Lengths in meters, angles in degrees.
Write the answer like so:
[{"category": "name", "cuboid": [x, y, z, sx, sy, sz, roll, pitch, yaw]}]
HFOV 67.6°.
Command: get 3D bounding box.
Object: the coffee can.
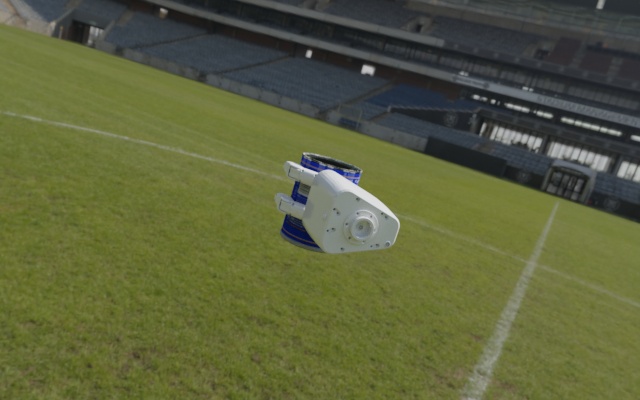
[{"category": "coffee can", "cuboid": [0.000, 0.003, 0.789, 0.103, 0.140, 0.102, 16, 12, -3]}]
